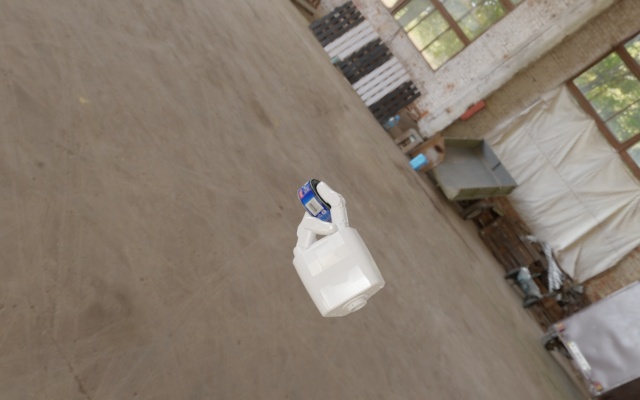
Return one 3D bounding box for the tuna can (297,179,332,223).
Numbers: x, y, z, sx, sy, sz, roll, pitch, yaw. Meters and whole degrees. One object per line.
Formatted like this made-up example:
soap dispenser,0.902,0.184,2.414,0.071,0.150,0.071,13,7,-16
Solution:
tuna can,0.001,0.002,0.851,0.034,0.086,0.086,-42,-16,18
